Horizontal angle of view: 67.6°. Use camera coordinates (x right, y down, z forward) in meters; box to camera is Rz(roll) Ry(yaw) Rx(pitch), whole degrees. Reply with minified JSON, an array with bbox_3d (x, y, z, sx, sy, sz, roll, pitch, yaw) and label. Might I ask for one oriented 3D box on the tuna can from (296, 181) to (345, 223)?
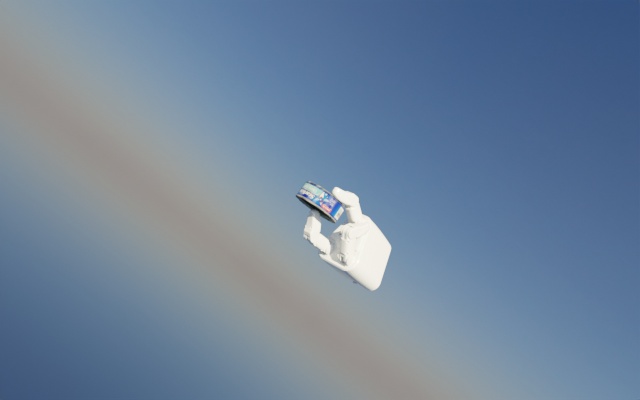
[{"bbox_3d":[0.000,0.002,0.845,0.086,0.033,0.086,34,-8,5],"label":"tuna can"}]
